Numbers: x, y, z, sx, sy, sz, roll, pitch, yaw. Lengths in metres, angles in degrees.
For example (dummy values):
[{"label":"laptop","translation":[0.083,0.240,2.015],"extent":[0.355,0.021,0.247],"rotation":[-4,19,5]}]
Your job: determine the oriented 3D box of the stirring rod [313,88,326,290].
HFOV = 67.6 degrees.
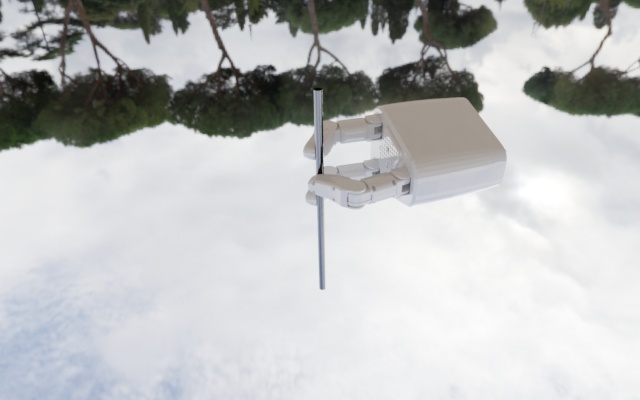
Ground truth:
[{"label":"stirring rod","translation":[0.000,0.002,0.489],"extent":[0.011,0.240,0.011],"rotation":[-1,34,1]}]
